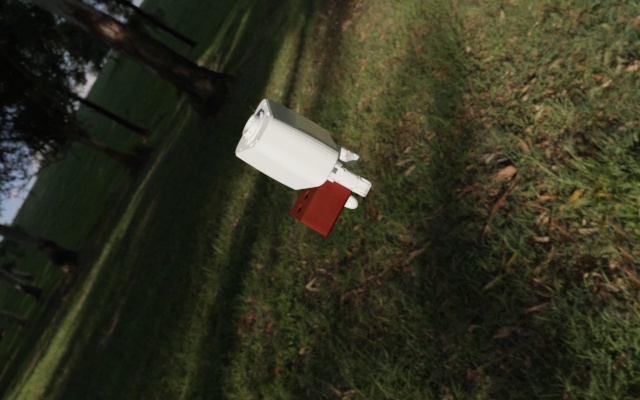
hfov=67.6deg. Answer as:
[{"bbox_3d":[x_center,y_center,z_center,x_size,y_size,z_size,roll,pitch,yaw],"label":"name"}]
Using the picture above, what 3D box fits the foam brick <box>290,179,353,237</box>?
[{"bbox_3d":[0.000,0.003,0.691,0.051,0.078,0.053,27,3,-25],"label":"foam brick"}]
